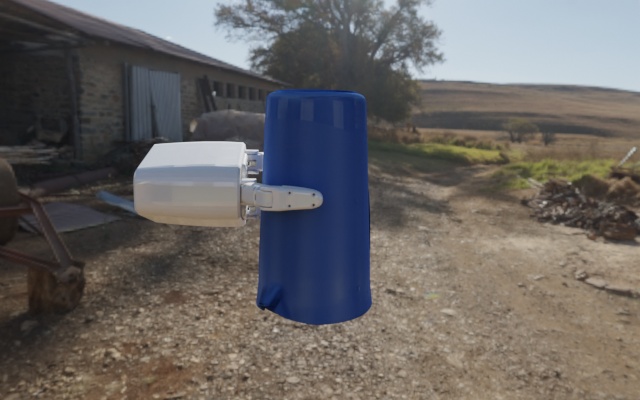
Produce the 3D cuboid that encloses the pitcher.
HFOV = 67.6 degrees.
[{"bbox_3d":[0.000,0.002,0.540,0.145,0.243,0.149,0,10,-6],"label":"pitcher"}]
